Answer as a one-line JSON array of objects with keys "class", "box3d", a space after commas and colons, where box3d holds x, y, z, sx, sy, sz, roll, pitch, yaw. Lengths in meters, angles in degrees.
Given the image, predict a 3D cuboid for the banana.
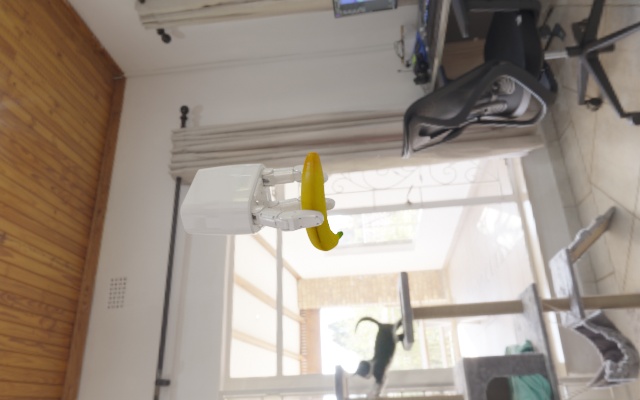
[{"class": "banana", "box3d": [-0.003, 0.019, 0.695, 0.037, 0.069, 0.198, 1, -38, 15]}]
